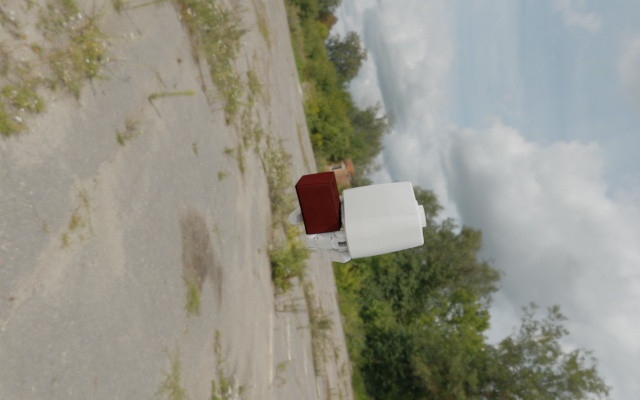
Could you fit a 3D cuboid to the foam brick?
[{"bbox_3d":[0.000,0.002,0.700,0.051,0.078,0.053,-8,21,14],"label":"foam brick"}]
